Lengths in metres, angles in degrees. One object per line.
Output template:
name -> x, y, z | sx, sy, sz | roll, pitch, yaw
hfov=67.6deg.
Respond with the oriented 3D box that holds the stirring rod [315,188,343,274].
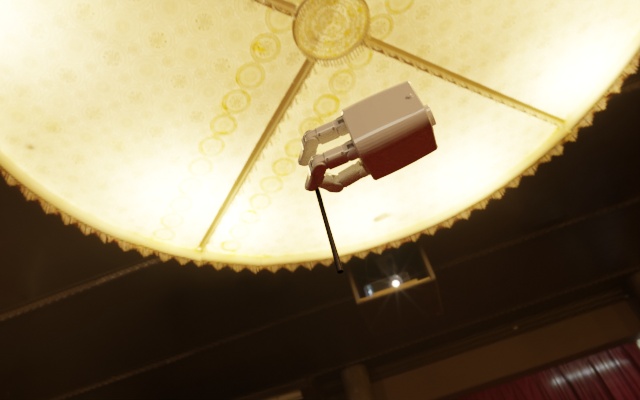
stirring rod -> 0.000, 0.002, 0.674 | 0.011, 0.239, 0.011 | -9, -42, -8
